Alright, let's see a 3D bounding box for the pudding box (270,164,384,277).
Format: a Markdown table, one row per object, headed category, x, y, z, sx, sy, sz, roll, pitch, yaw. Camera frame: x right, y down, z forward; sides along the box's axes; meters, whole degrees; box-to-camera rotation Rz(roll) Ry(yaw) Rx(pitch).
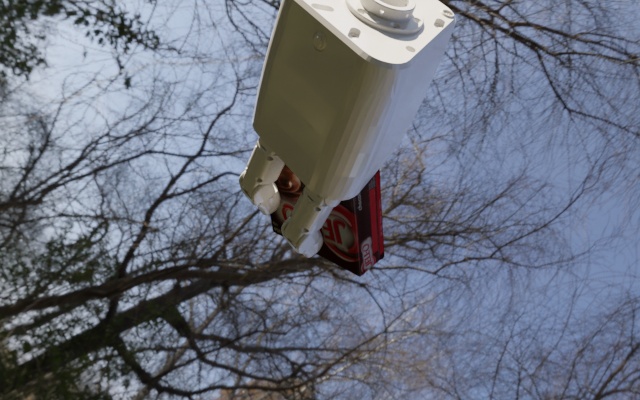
| category | x | y | z | sx | sy | sz | roll | pitch | yaw |
| --- | --- | --- | --- | --- | --- | --- | --- | --- | --- |
| pudding box | 0.000 | 0.001 | 0.404 | 0.039 | 0.090 | 0.113 | -29 | 36 | -34 |
